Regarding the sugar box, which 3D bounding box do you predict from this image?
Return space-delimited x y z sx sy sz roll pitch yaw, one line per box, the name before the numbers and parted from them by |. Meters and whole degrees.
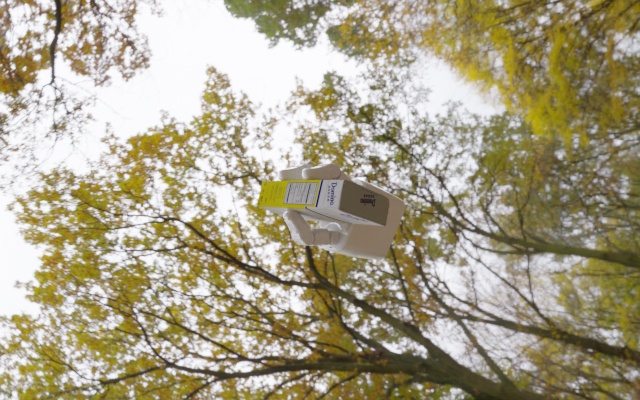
sugar box | 0.000 0.002 0.667 0.093 0.048 0.176 20 -14 -41
